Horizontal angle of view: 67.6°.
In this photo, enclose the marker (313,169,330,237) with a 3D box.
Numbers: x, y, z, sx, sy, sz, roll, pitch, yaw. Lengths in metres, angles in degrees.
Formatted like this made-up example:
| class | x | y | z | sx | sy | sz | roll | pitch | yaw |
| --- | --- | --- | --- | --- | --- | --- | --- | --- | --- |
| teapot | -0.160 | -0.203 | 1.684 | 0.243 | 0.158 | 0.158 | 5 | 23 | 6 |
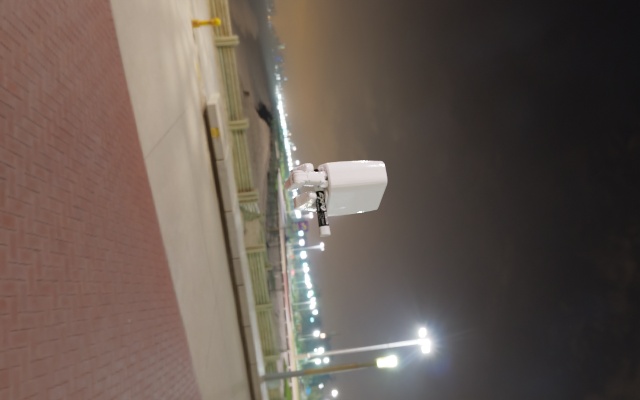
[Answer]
| class | x | y | z | sx | sy | sz | roll | pitch | yaw |
| --- | --- | --- | --- | --- | --- | --- | --- | --- | --- |
| marker | 0.000 | 0.003 | 0.839 | 0.020 | 0.121 | 0.020 | -7 | -15 | -2 |
